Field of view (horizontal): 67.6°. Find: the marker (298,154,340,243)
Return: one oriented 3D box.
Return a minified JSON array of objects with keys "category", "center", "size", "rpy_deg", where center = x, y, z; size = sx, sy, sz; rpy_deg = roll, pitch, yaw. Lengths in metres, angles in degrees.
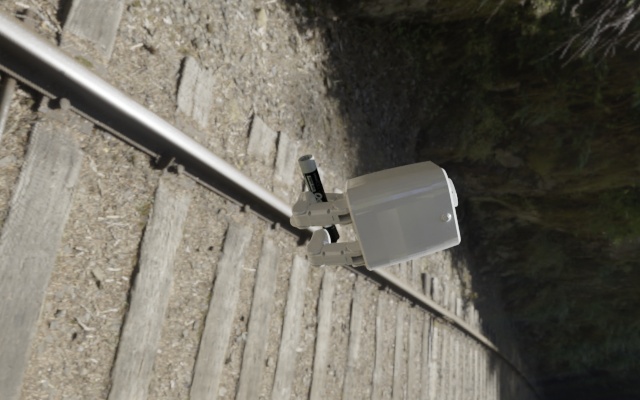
[{"category":"marker","center":[0.000,0.002,0.574],"size":[0.020,0.121,0.020],"rpy_deg":[-15,28,8]}]
